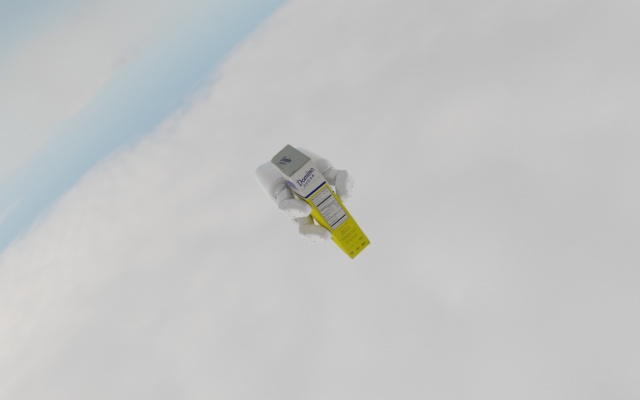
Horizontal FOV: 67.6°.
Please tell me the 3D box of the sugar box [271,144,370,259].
[{"bbox_3d":[0.000,0.003,0.716,0.176,0.048,0.093,50,-6,-29],"label":"sugar box"}]
